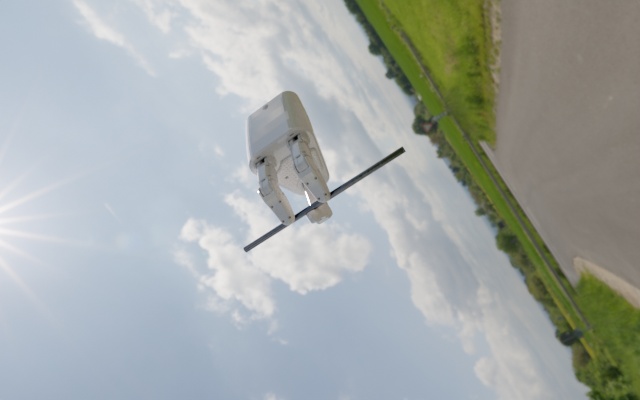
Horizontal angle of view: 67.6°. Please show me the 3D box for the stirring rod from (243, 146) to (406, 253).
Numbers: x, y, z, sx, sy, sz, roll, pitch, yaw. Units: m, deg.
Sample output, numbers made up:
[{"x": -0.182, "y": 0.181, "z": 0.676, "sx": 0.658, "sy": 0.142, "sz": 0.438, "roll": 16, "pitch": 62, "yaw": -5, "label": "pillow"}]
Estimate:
[{"x": 0.000, "y": 0.002, "z": 0.591, "sx": 0.239, "sy": 0.011, "sz": 0.011, "roll": -32, "pitch": -9, "yaw": 15, "label": "stirring rod"}]
